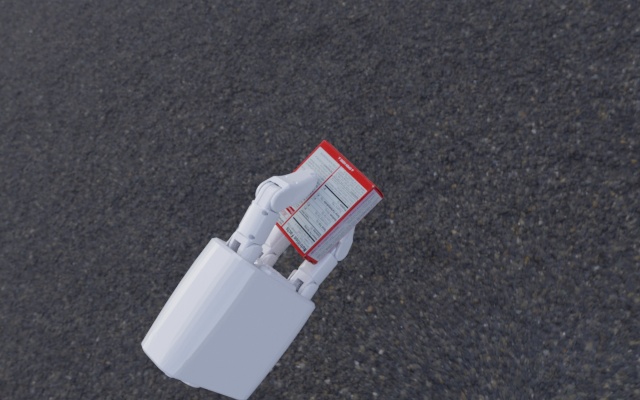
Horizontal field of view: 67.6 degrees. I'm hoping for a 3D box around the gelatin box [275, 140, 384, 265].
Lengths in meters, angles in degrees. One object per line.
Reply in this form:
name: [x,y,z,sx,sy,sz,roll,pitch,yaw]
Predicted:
gelatin box: [0.000,0.001,0.432,0.073,0.089,0.030,46,4,33]
